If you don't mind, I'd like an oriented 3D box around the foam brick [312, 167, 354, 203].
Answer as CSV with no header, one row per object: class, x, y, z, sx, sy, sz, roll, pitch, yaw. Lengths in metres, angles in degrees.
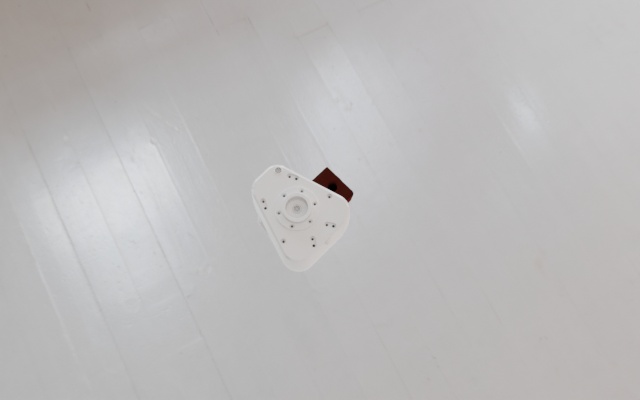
foam brick,0.000,0.002,0.657,0.078,0.053,0.051,-44,-8,-10
